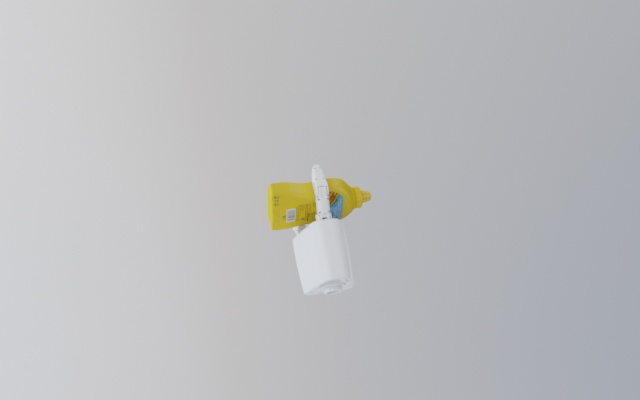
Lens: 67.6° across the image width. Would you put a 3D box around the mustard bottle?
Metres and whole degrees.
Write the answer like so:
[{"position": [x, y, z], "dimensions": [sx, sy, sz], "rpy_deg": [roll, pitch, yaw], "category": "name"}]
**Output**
[{"position": [0.000, 0.003, 0.877], "dimensions": [0.191, 0.096, 0.058], "rpy_deg": [-7, 44, -12], "category": "mustard bottle"}]
